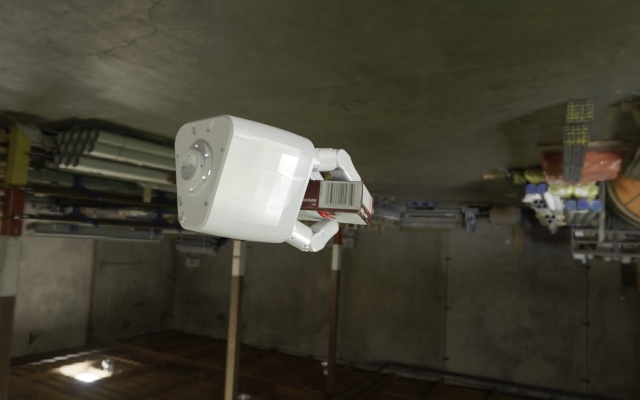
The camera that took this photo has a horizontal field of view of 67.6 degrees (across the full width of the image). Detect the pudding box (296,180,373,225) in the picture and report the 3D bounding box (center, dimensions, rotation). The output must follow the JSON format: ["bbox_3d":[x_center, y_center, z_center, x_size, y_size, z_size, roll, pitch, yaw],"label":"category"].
[{"bbox_3d":[0.000,0.002,0.562,0.113,0.039,0.090,5,-9,14],"label":"pudding box"}]
